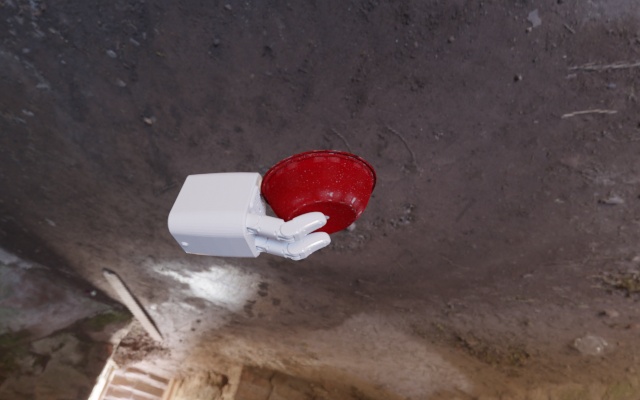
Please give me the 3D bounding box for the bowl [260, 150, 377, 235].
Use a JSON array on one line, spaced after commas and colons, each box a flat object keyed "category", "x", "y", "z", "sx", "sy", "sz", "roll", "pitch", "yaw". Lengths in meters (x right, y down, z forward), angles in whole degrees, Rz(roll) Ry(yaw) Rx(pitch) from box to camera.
[{"category": "bowl", "x": 0.001, "y": 0.002, "z": 0.646, "sx": 0.162, "sy": 0.055, "sz": 0.162, "roll": -5, "pitch": -32, "yaw": -3}]
